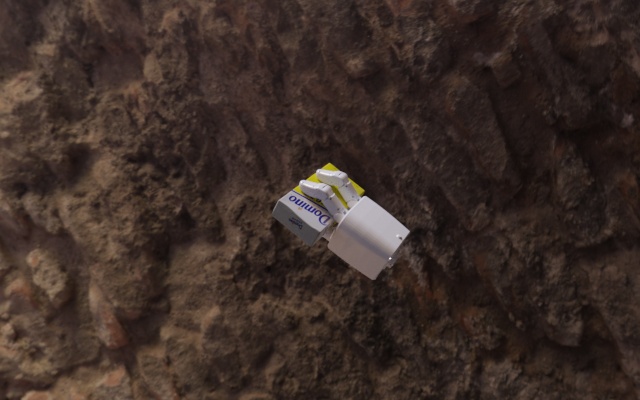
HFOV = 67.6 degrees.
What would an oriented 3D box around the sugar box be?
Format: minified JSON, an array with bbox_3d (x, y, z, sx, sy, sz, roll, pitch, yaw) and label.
[{"bbox_3d":[0.001,0.003,0.871,0.093,0.048,0.176,38,38,9],"label":"sugar box"}]
